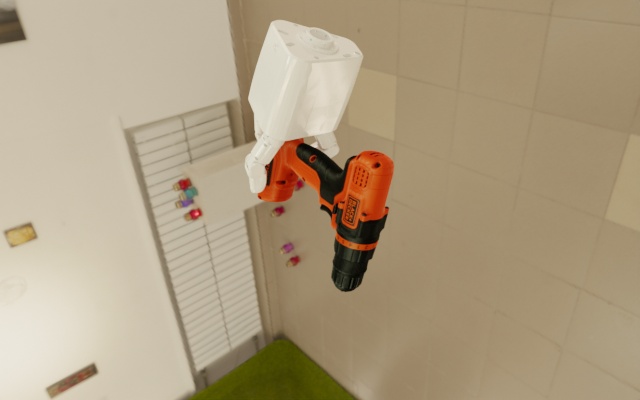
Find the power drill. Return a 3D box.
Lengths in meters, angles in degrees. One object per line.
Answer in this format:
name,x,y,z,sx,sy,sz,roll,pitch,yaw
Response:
power drill,0.000,0.002,0.607,0.187,0.184,0.057,30,29,34
